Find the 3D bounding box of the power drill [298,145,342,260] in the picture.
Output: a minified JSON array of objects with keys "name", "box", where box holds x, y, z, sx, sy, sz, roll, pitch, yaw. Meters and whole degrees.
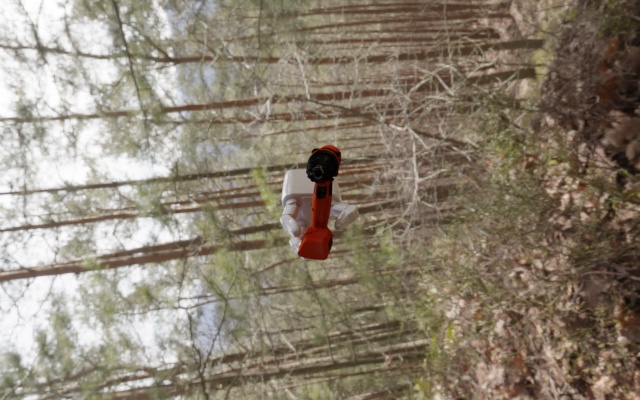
[{"name":"power drill","box":[0.000,0.003,0.819,0.057,0.188,0.184,10,15,7]}]
